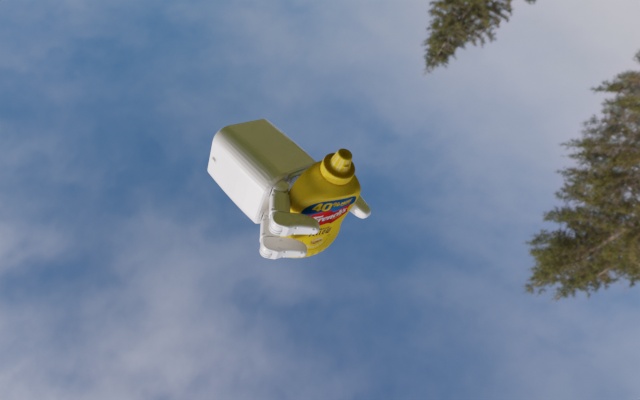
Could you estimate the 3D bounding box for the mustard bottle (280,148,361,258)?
[{"bbox_3d":[0.000,0.002,0.620,0.096,0.058,0.192,-9,-33,-27],"label":"mustard bottle"}]
